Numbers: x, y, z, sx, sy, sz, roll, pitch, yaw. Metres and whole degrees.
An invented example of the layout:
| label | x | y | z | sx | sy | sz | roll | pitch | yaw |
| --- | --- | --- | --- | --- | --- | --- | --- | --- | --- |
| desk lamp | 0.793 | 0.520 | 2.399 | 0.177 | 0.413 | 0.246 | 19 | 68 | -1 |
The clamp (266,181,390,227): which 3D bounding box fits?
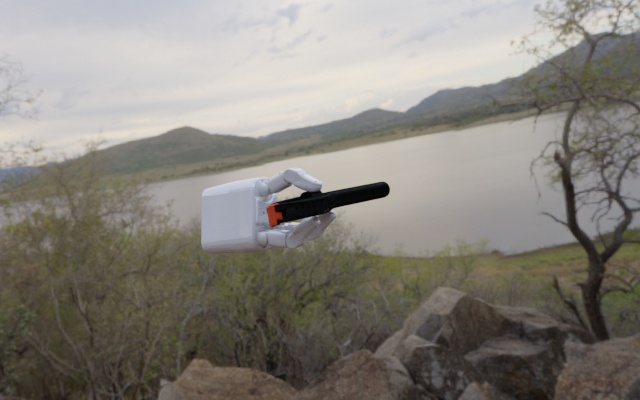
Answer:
| label | x | y | z | sx | sy | sz | roll | pitch | yaw |
| --- | --- | --- | --- | --- | --- | --- | --- | --- | --- |
| clamp | 0.000 | 0.002 | 0.701 | 0.164 | 0.036 | 0.210 | -8 | 5 | 27 |
